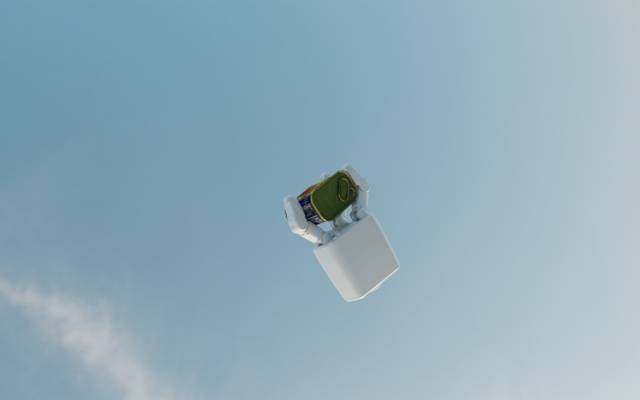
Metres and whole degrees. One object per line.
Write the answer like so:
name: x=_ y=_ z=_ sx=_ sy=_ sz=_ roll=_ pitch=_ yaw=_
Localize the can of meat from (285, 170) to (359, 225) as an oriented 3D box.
can of meat: x=0.000 y=0.003 z=0.792 sx=0.084 sy=0.057 sz=0.102 roll=-24 pitch=12 yaw=48
